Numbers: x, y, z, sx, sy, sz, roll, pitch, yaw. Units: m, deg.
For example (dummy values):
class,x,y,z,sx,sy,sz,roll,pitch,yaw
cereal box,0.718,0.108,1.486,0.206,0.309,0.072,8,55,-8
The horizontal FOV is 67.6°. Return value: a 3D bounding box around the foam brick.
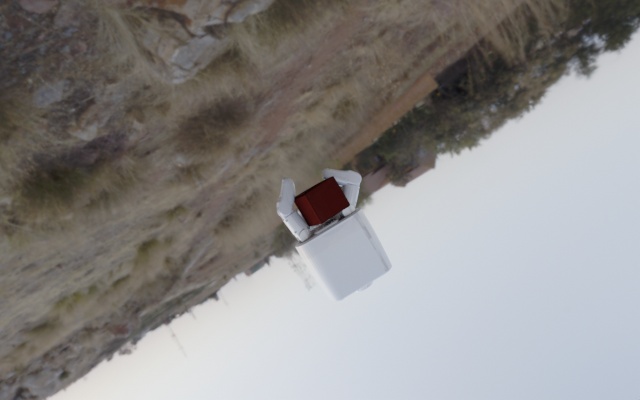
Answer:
class,x,y,z,sx,sy,sz,roll,pitch,yaw
foam brick,0.000,0.002,0.711,0.053,0.051,0.078,-31,3,-16
